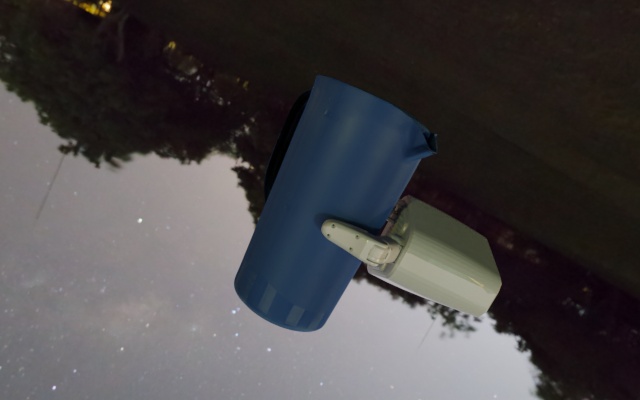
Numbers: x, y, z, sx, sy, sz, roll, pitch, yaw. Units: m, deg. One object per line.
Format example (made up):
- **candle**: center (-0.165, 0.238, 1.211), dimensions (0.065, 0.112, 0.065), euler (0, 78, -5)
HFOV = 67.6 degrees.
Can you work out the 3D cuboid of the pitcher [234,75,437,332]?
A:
- **pitcher**: center (0.000, 0.002, 0.499), dimensions (0.145, 0.243, 0.149), euler (26, 8, -5)
